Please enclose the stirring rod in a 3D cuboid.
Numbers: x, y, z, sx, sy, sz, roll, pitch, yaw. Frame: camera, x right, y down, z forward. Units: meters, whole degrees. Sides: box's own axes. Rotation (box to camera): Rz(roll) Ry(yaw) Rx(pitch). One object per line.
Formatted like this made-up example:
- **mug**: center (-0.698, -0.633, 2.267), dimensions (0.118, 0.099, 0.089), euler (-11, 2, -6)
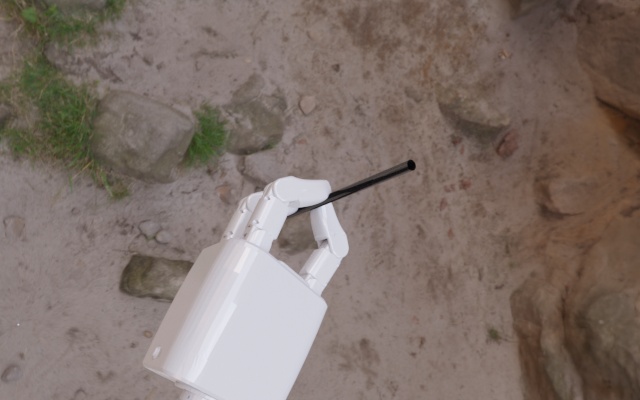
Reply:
- **stirring rod**: center (0.000, 0.002, 0.429), dimensions (0.011, 0.011, 0.239), euler (0, -12, -32)
